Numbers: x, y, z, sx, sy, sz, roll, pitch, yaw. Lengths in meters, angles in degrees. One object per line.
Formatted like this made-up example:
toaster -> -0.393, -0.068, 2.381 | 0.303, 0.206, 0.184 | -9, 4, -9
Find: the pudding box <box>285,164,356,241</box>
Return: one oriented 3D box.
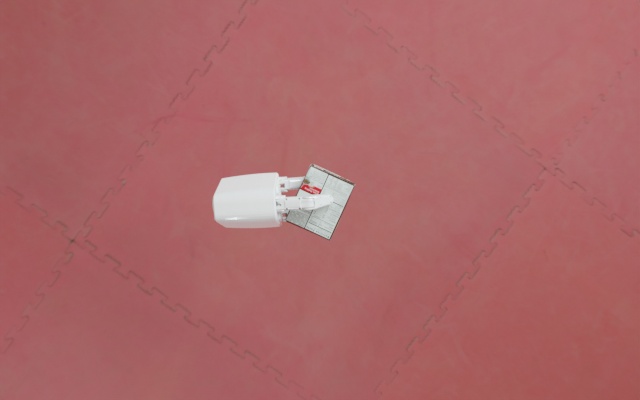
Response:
pudding box -> 0.000, 0.003, 0.850 | 0.090, 0.113, 0.039 | 25, 7, -1
